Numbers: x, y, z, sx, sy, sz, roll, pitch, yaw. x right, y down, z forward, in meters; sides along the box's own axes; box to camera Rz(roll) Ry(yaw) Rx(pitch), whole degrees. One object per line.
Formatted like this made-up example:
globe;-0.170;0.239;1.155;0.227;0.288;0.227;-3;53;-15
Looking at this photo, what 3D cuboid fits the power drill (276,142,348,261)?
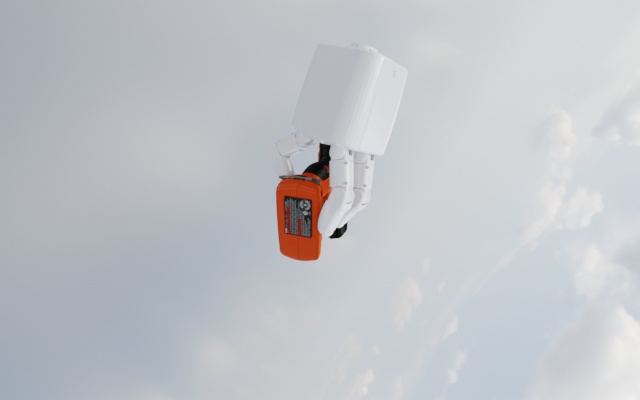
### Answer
power drill;0.000;0.002;0.642;0.057;0.184;0.187;5;26;15
